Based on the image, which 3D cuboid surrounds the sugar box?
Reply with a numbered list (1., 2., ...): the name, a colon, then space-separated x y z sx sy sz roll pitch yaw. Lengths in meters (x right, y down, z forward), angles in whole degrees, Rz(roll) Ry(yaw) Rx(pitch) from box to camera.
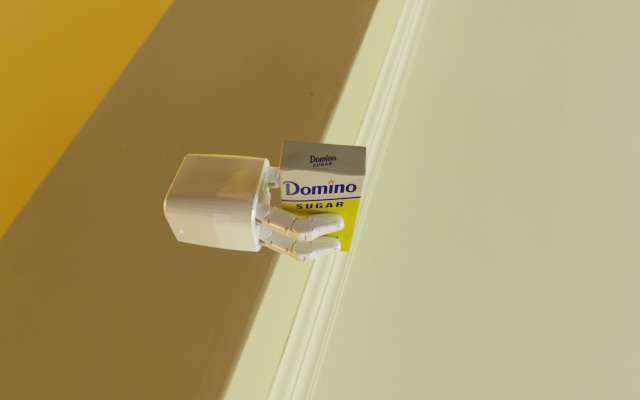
1. sugar box: 0.000 0.002 0.574 0.093 0.048 0.176 4 -30 1
